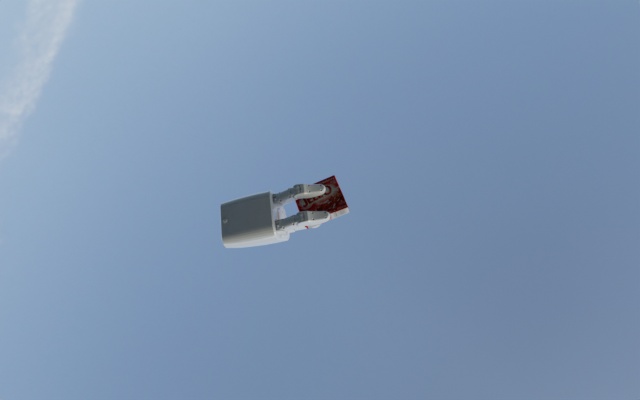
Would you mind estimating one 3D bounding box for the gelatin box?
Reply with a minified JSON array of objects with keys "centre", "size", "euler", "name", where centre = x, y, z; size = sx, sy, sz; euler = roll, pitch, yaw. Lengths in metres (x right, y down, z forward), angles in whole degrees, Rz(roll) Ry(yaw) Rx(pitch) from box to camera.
[{"centre":[0.001,0.003,0.898],"size":[0.089,0.073,0.030],"euler":[-22,-25,-1],"name":"gelatin box"}]
